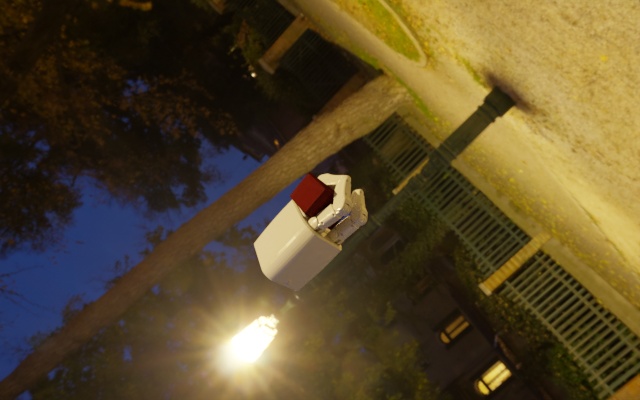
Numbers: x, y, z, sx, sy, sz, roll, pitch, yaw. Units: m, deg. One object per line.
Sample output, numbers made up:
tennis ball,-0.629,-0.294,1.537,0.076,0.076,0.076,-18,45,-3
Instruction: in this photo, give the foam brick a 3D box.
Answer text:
foam brick,0.000,0.002,0.762,0.078,0.051,0.053,35,10,-46
